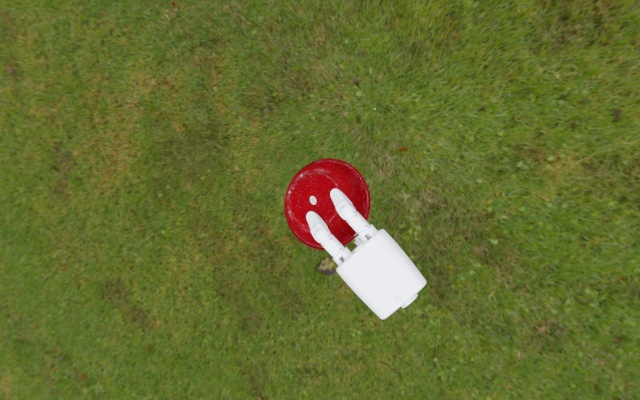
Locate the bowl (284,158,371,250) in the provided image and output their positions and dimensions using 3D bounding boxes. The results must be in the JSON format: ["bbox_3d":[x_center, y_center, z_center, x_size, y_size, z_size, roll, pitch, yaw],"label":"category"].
[{"bbox_3d":[-0.001,0.002,0.807,0.162,0.162,0.055,0,-7,23],"label":"bowl"}]
